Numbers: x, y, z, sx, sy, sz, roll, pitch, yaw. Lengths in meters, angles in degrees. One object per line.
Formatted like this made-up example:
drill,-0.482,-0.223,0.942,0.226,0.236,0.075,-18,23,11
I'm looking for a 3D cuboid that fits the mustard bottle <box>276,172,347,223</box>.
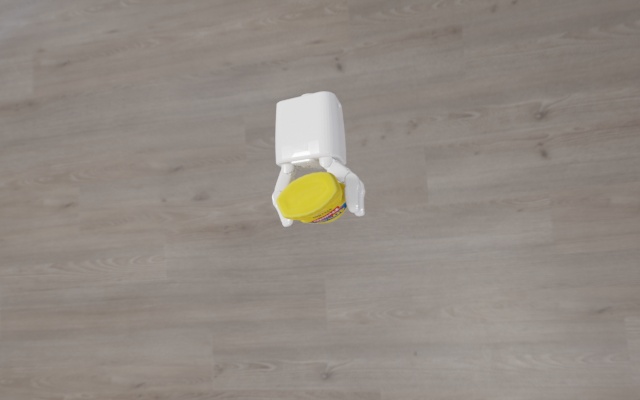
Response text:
mustard bottle,0.000,0.003,0.784,0.096,0.058,0.191,-28,-12,8
